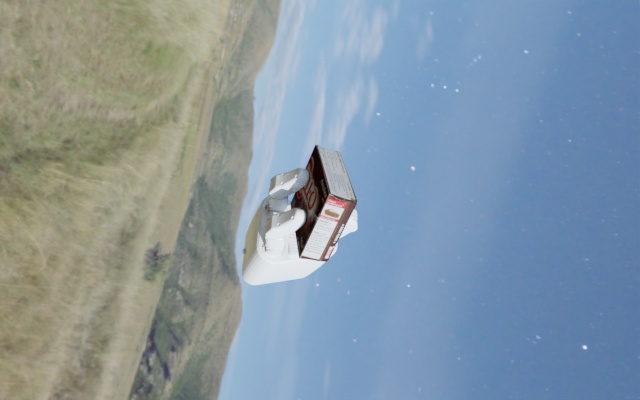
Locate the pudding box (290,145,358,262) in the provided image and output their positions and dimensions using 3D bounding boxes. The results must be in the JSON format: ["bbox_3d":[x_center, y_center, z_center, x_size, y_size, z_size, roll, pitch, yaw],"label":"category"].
[{"bbox_3d":[0.000,0.002,0.553,0.039,0.090,0.113,12,31,-20],"label":"pudding box"}]
